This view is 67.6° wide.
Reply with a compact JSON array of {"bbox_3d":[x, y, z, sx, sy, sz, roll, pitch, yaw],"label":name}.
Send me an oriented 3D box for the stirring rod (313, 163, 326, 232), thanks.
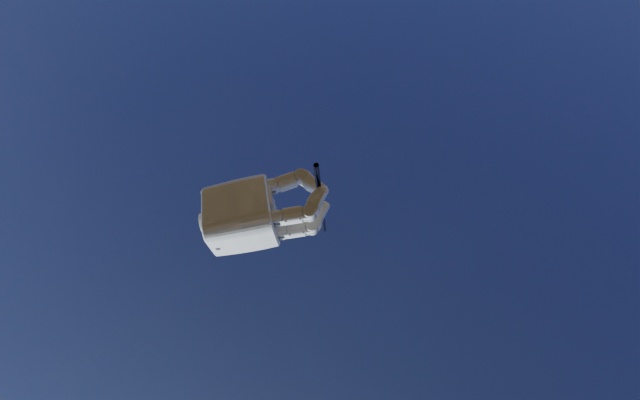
[{"bbox_3d":[0.000,0.002,0.785,0.011,0.011,0.240,0,-26,3],"label":"stirring rod"}]
